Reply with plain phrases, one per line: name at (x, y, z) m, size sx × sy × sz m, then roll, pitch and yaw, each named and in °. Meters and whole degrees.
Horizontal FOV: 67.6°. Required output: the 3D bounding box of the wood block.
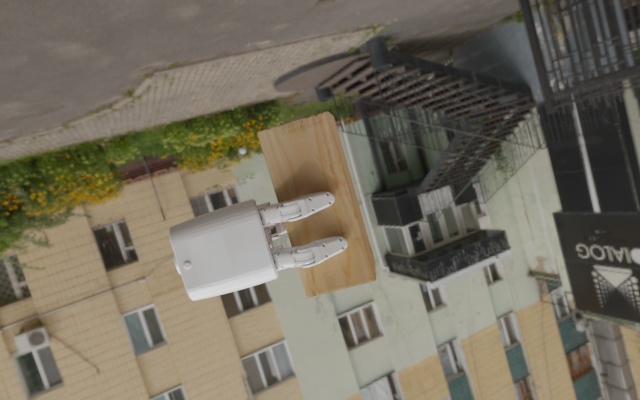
wood block at (0.000, 0.002, 0.601) m, size 0.090 × 0.206 × 0.091 m, roll -16°, pitch 6°, yaw 6°
